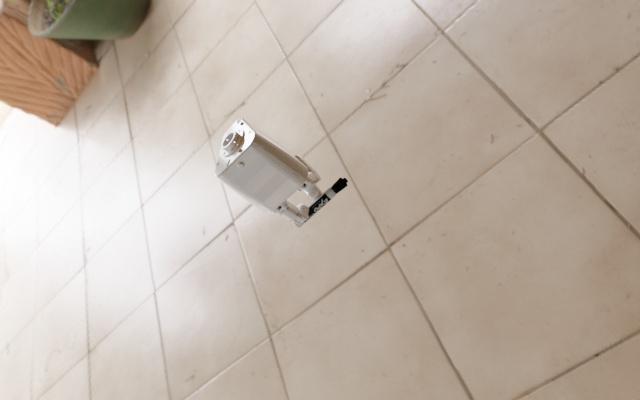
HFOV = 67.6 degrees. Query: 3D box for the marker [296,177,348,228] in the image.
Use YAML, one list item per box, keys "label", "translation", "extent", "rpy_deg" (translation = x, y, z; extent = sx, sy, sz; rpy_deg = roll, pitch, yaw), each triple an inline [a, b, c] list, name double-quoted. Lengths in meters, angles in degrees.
- label: "marker"
  translation: [0.000, 0.003, 0.820]
  extent: [0.121, 0.020, 0.020]
  rpy_deg: [-41, -15, 18]
